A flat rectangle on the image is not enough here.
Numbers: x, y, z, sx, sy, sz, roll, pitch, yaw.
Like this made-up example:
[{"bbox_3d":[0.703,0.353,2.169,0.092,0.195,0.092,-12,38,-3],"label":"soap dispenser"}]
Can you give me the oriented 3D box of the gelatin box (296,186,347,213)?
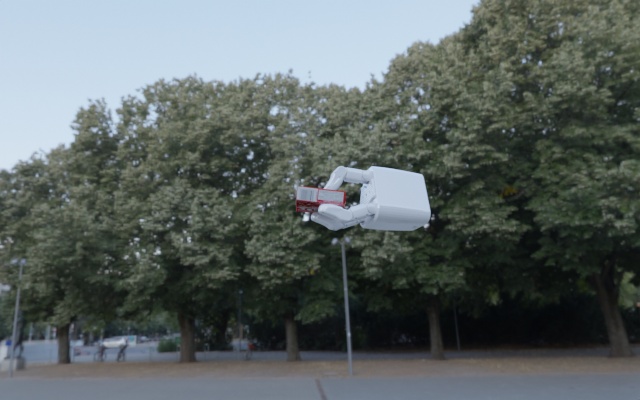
[{"bbox_3d":[0.000,0.002,0.874,0.089,0.030,0.073,7,-17,0],"label":"gelatin box"}]
